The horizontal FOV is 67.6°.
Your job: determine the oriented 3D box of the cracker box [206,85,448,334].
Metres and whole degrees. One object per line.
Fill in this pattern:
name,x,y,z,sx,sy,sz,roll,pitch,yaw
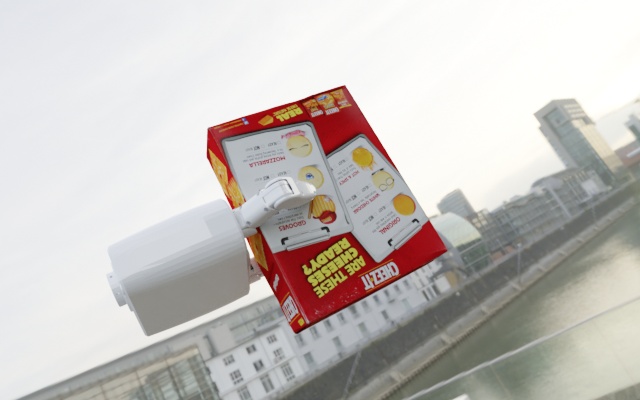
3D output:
cracker box,0.000,0.001,0.493,0.164,0.213,0.072,-23,-16,-22
